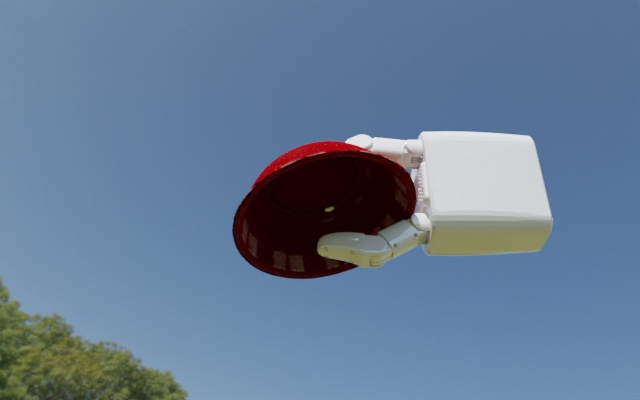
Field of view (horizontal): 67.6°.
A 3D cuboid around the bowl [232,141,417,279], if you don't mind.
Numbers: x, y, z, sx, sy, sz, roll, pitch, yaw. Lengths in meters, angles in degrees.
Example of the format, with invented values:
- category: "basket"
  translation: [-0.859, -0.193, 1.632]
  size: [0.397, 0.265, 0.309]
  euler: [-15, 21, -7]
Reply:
- category: "bowl"
  translation: [-0.001, 0.001, 0.426]
  size: [0.162, 0.055, 0.162]
  euler: [-10, -42, -9]
